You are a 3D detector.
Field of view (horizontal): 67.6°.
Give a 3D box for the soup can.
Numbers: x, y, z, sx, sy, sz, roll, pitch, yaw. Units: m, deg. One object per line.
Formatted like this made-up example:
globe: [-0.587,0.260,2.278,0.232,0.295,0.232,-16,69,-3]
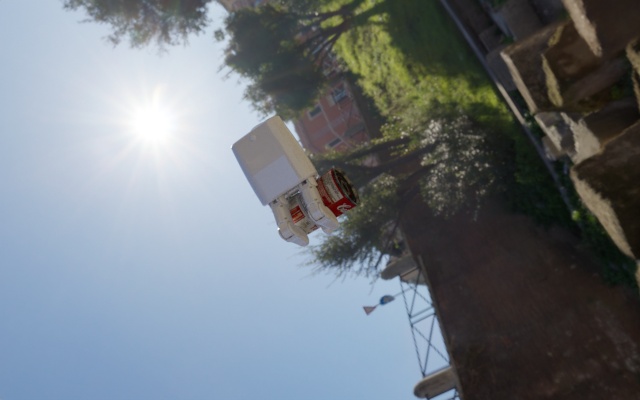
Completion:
soup can: [0.000,0.003,0.737,0.102,0.068,0.068,-32,-11,18]
